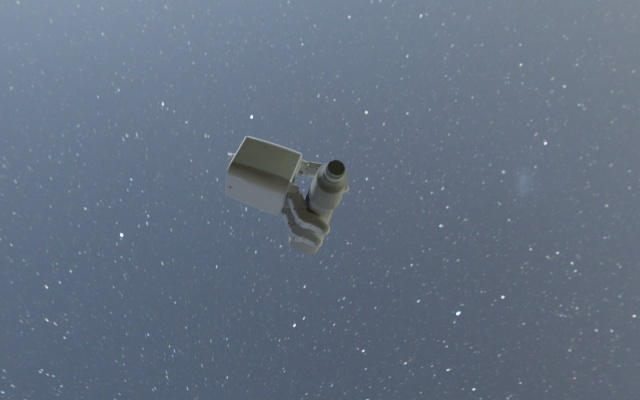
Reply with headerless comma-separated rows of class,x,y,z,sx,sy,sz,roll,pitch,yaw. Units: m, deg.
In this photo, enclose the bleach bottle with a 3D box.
bleach bottle,0.000,0.003,0.835,0.068,0.102,0.251,18,-31,-3
